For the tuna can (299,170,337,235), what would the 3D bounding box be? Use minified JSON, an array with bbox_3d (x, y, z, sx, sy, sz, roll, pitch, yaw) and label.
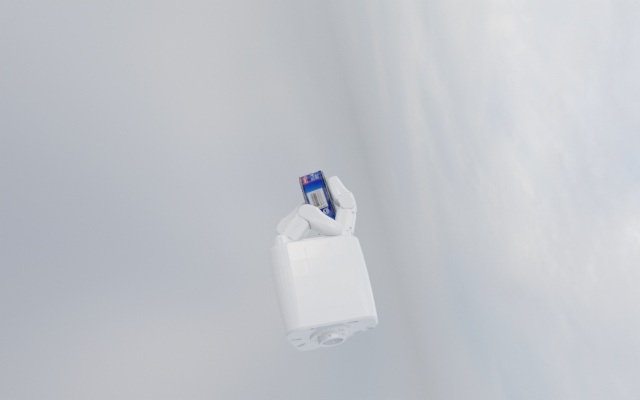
[{"bbox_3d":[0.001,0.002,0.663,0.034,0.086,0.086,-20,-1,4],"label":"tuna can"}]
